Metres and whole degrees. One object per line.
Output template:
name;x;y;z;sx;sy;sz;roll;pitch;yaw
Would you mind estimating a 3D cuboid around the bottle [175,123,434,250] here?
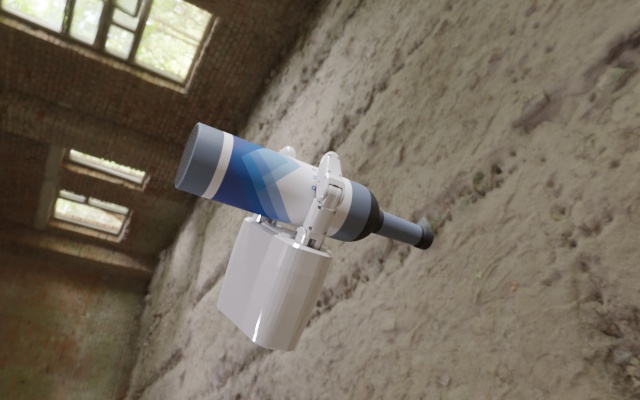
bottle;0.000;0.002;0.513;0.296;0.069;0.069;19;-8;-24
